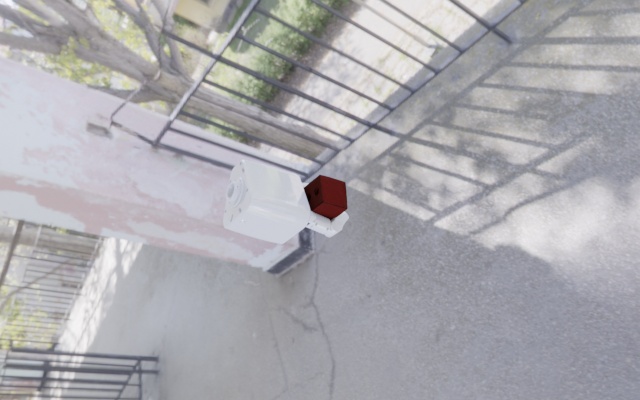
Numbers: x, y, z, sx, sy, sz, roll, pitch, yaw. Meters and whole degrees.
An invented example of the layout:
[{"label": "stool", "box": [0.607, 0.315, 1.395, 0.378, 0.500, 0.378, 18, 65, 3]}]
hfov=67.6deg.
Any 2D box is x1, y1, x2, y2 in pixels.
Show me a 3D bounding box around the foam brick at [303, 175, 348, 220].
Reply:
[{"label": "foam brick", "box": [0.000, 0.002, 0.784, 0.051, 0.053, 0.078, 17, -38, -32]}]
